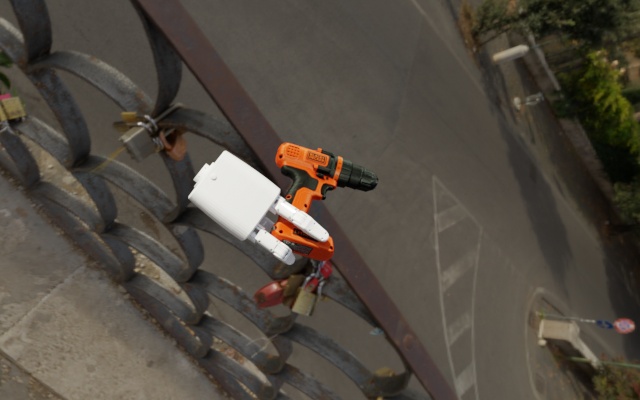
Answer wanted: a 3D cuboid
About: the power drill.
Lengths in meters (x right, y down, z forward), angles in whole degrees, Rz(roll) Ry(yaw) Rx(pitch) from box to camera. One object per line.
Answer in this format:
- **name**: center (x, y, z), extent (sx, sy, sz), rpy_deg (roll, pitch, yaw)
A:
- **power drill**: center (0.000, 0.003, 0.801), extent (0.184, 0.187, 0.057), rpy_deg (16, -30, -6)
